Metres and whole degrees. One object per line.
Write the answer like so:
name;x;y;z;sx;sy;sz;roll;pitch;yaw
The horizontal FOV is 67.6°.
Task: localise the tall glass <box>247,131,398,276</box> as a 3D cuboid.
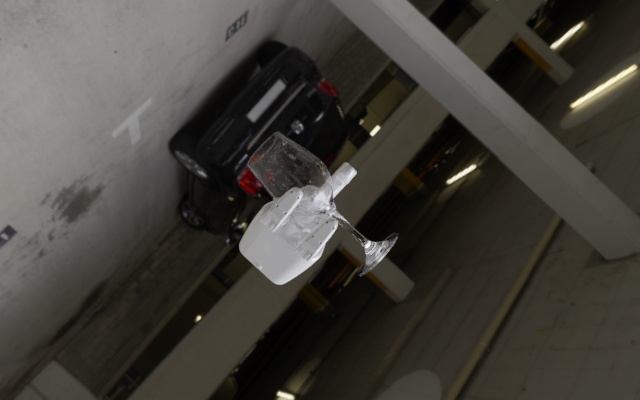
tall glass;0.001;0.002;0.607;0.201;0.079;0.079;43;-1;-1
